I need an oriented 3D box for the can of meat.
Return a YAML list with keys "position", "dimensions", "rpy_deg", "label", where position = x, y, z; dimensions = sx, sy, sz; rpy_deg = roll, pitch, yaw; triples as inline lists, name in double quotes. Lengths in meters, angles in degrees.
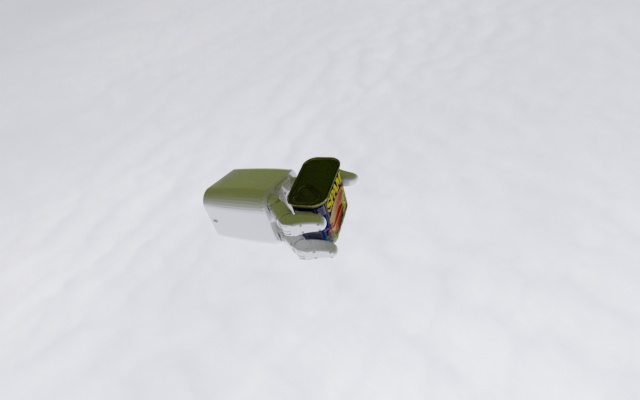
- position: [0.000, 0.002, 0.677]
  dimensions: [0.057, 0.084, 0.102]
  rpy_deg: [2, 44, 20]
  label: "can of meat"
